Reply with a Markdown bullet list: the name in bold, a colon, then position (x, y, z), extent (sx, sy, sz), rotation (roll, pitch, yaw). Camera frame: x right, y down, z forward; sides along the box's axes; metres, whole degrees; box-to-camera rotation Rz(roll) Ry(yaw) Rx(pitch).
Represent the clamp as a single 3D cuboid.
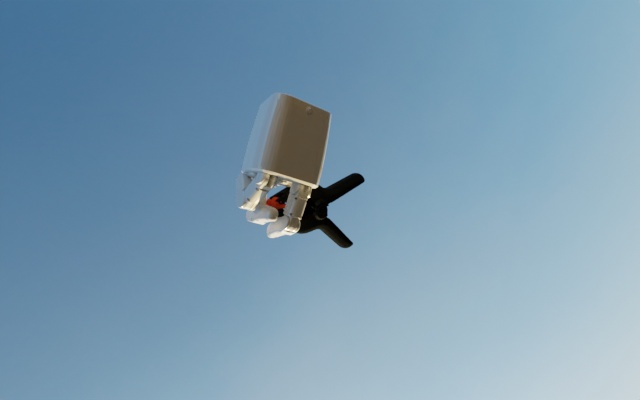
- **clamp**: position (0.000, 0.002, 0.717), extent (0.171, 0.120, 0.039), rotation (17, -6, -42)
